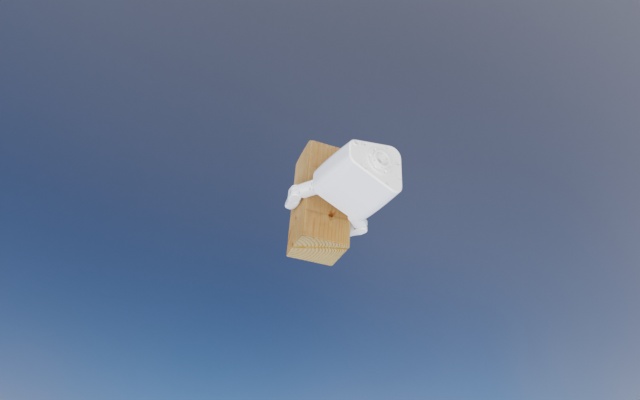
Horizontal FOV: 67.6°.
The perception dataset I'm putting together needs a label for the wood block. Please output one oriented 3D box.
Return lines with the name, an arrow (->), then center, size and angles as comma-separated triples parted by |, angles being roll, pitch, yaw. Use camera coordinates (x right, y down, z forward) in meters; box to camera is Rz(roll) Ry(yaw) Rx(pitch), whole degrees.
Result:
wood block -> 0.000, 0.003, 0.888 | 0.091, 0.206, 0.090 | 14, -34, -16
